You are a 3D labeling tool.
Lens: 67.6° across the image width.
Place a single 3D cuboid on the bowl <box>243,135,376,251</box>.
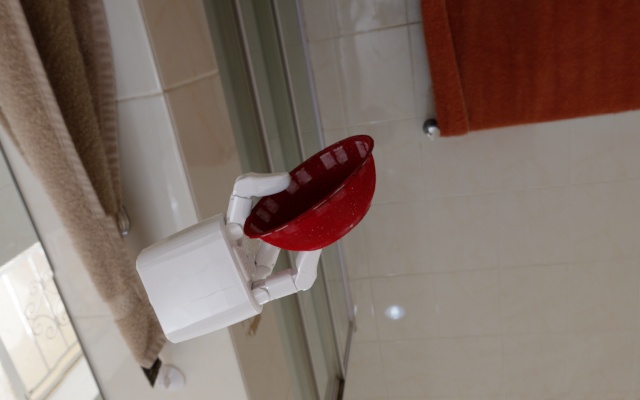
[{"bbox_3d":[0.001,0.001,0.493,0.162,0.055,0.162,-33,18,13],"label":"bowl"}]
